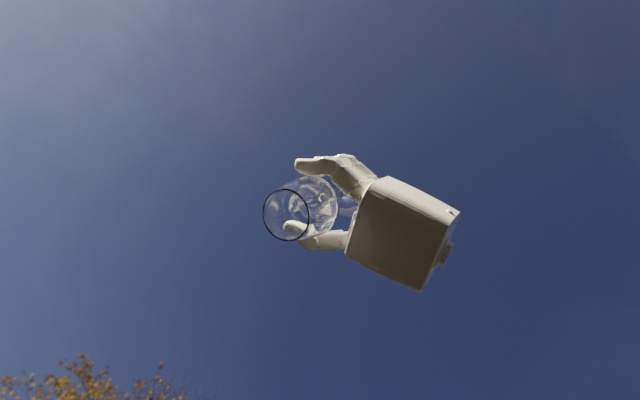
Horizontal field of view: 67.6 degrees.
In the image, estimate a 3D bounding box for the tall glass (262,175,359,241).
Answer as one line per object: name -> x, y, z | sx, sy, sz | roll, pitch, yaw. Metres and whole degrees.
tall glass -> 0.000, 0.002, 0.636 | 0.079, 0.079, 0.201 | 0, 9, 25
